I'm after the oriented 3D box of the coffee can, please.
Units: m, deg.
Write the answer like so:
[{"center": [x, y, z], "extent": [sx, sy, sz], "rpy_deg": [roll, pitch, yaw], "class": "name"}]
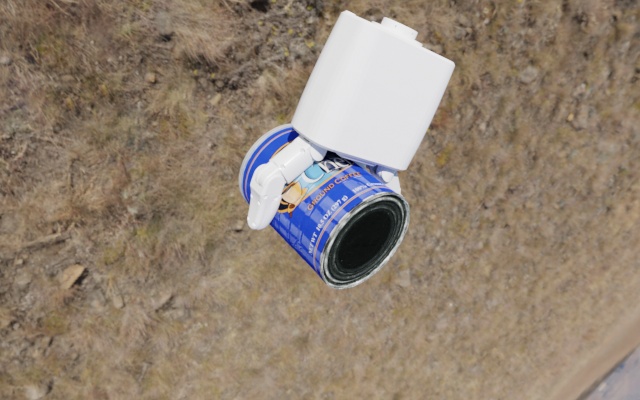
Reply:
[{"center": [0.000, 0.002, 0.460], "extent": [0.103, 0.103, 0.140], "rpy_deg": [0, 31, -44], "class": "coffee can"}]
